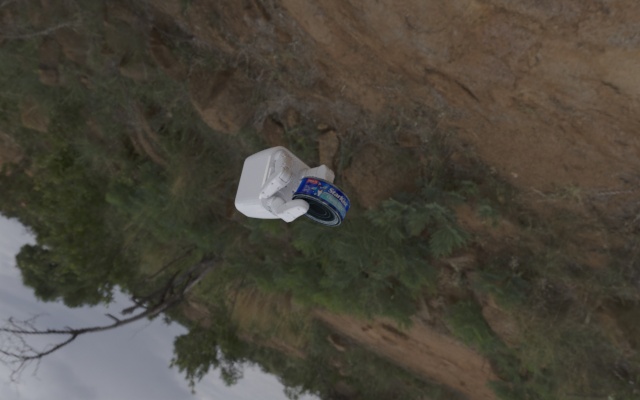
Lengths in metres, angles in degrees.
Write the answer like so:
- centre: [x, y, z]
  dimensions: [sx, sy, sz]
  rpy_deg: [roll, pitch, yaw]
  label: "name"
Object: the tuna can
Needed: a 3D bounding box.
- centre: [0.000, 0.003, 0.719]
  dimensions: [0.086, 0.033, 0.086]
  rpy_deg: [23, -24, 11]
  label: "tuna can"
